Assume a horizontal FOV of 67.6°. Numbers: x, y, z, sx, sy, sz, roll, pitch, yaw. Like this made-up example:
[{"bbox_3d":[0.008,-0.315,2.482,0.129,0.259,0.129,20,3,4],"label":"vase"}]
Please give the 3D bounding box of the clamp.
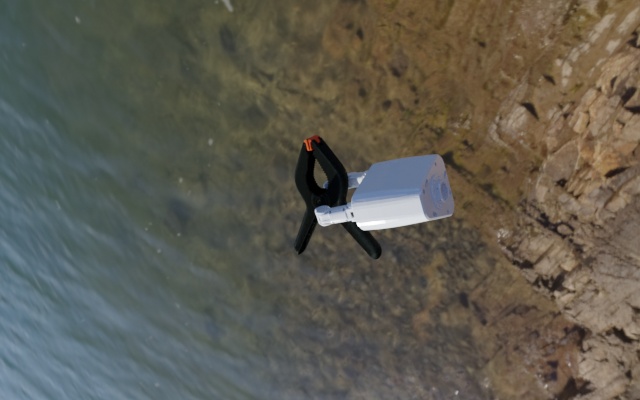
[{"bbox_3d":[0.000,0.002,0.770,0.164,0.210,0.036,-9,15,35],"label":"clamp"}]
